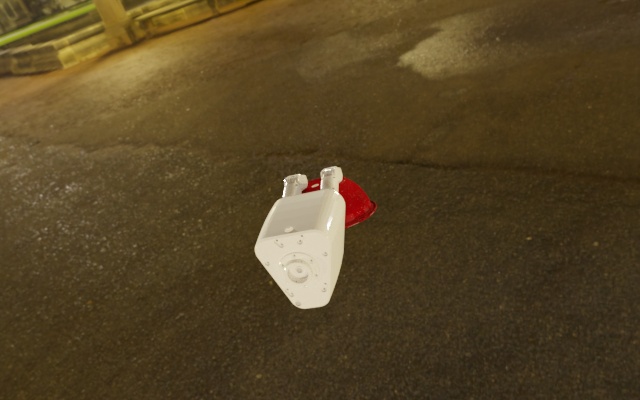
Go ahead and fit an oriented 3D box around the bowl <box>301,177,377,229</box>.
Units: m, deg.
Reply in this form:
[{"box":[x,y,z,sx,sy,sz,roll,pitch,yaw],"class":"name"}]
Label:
[{"box":[0.000,0.002,0.721,0.162,0.055,0.162,-14,14,3],"class":"bowl"}]
